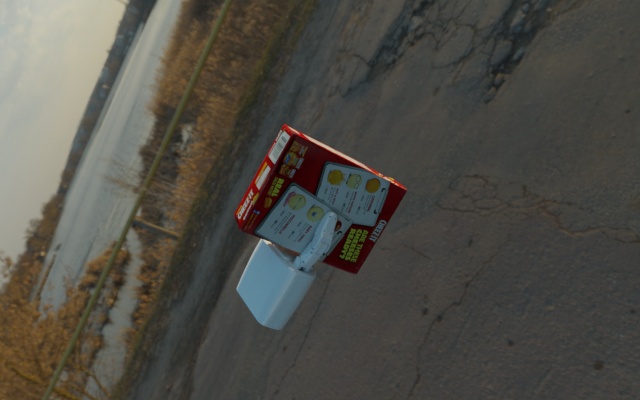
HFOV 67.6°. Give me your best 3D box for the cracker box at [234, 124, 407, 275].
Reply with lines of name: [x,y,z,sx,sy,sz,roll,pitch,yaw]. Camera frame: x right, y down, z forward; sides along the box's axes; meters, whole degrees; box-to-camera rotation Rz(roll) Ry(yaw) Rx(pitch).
cracker box: [0.000,0.002,0.738,0.214,0.164,0.072,24,13,-27]
